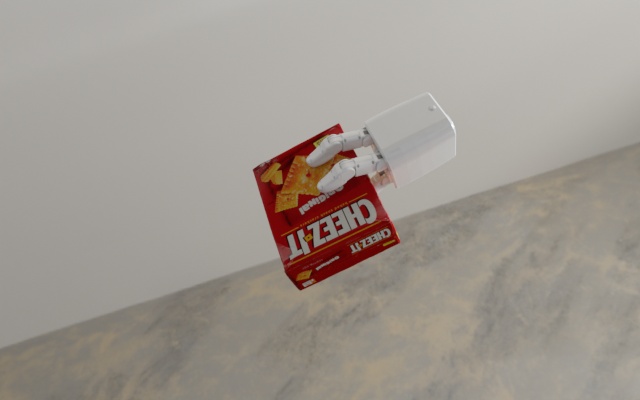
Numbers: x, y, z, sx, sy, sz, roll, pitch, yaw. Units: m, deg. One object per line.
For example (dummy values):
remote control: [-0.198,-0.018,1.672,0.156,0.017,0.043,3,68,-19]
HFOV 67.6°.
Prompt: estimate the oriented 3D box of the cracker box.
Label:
cracker box: [0.000,0.002,0.724,0.164,0.213,0.072,-27,-39,5]
